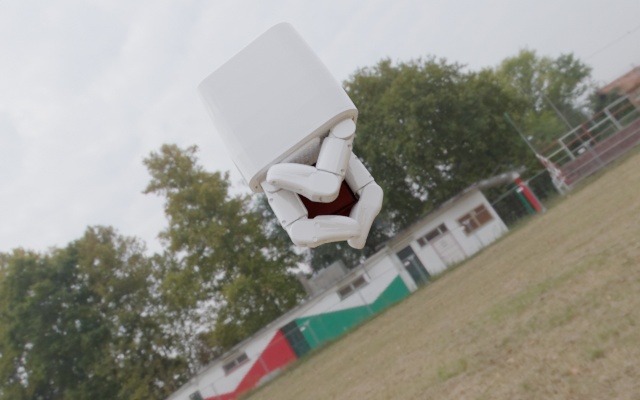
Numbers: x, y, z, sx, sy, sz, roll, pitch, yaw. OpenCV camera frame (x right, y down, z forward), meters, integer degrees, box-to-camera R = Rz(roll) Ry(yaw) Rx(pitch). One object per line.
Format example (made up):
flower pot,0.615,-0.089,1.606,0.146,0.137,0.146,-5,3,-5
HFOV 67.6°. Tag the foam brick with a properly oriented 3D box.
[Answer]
foam brick,0.000,0.002,0.465,0.053,0.051,0.078,-32,-13,-8
